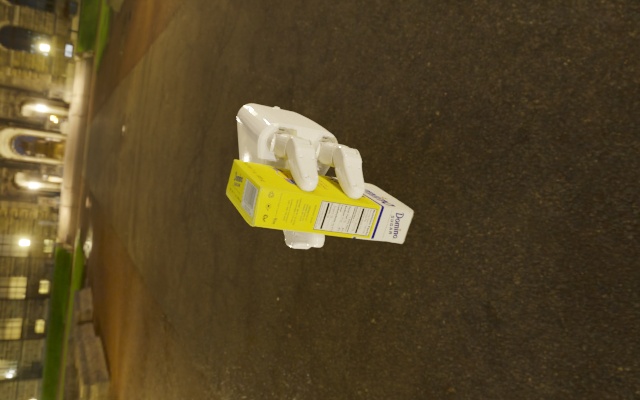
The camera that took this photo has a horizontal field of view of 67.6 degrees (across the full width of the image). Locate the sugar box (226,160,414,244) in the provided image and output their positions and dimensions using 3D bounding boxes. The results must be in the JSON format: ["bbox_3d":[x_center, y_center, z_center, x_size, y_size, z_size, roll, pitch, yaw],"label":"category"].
[{"bbox_3d":[0.000,0.001,0.501,0.176,0.048,0.093,6,18,-29],"label":"sugar box"}]
